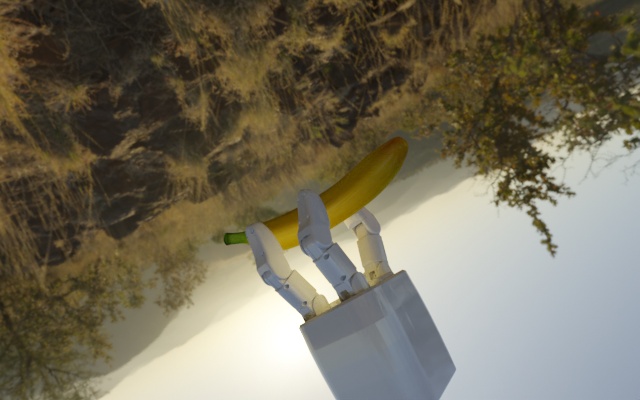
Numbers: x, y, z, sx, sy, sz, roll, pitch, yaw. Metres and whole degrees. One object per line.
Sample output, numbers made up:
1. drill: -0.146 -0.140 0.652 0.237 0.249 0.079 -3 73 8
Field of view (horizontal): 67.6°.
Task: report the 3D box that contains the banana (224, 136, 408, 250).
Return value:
1. banana: 0.004 0.005 0.458 0.198 0.037 0.069 -31 -17 17
